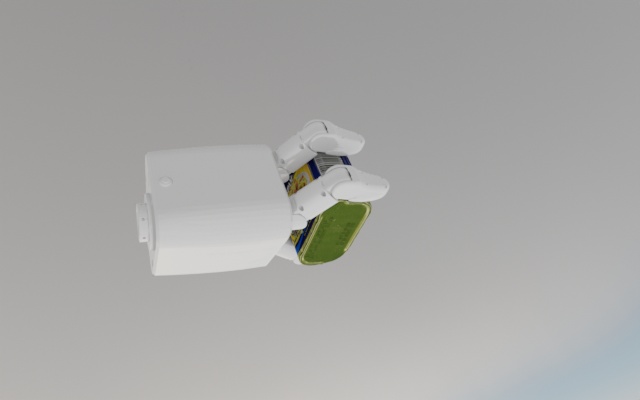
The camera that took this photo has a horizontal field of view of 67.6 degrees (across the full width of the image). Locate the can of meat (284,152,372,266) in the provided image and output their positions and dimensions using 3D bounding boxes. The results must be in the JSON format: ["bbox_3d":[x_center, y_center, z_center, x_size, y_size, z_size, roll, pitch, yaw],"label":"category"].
[{"bbox_3d":[0.000,0.002,0.464,0.057,0.084,0.102,-2,-41,-25],"label":"can of meat"}]
